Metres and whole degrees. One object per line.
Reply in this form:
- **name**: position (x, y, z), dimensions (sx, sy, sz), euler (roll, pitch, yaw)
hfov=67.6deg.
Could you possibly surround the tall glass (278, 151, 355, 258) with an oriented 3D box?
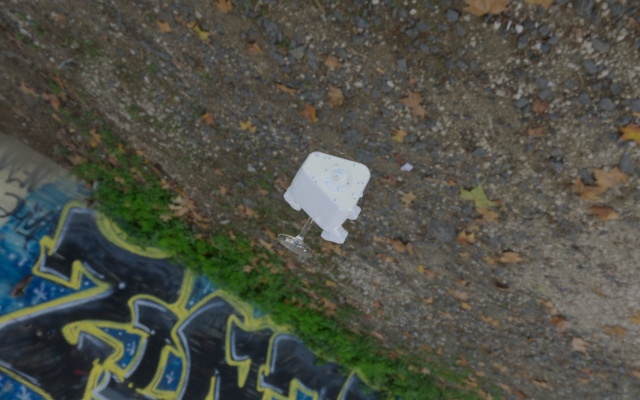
- **tall glass**: position (0.000, 0.004, 0.898), dimensions (0.079, 0.201, 0.079), euler (24, -24, 12)
